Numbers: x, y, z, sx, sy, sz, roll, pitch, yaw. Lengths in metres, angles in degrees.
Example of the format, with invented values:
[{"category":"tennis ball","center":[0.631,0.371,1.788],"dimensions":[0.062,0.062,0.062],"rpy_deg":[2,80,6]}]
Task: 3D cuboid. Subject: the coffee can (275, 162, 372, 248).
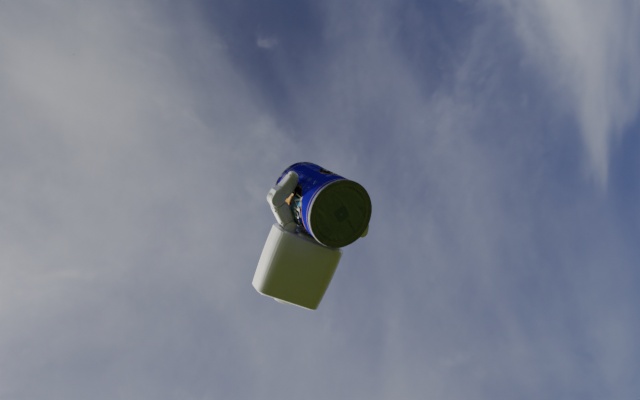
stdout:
[{"category":"coffee can","center":[0.000,0.002,0.747],"dimensions":[0.103,0.103,0.140],"rpy_deg":[0,15,-27]}]
